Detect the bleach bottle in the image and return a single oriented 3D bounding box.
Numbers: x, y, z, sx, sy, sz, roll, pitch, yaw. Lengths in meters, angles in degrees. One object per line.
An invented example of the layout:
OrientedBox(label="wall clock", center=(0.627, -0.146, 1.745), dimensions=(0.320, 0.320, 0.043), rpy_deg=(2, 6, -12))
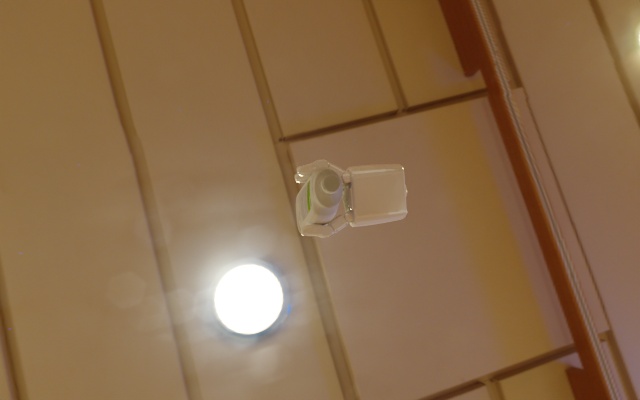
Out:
OrientedBox(label="bleach bottle", center=(0.000, 0.003, 0.899), dimensions=(0.068, 0.102, 0.251), rpy_deg=(-5, -10, -10))
